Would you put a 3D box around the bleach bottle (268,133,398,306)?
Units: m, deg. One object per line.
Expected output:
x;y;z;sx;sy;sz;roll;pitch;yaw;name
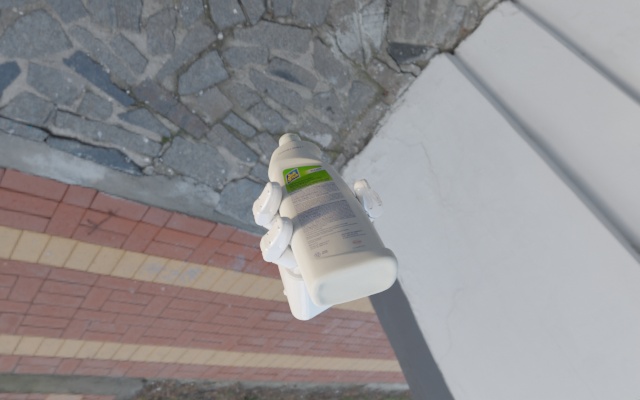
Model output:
0.000;0.002;0.583;0.102;0.250;0.068;-14;-42;-9;bleach bottle
